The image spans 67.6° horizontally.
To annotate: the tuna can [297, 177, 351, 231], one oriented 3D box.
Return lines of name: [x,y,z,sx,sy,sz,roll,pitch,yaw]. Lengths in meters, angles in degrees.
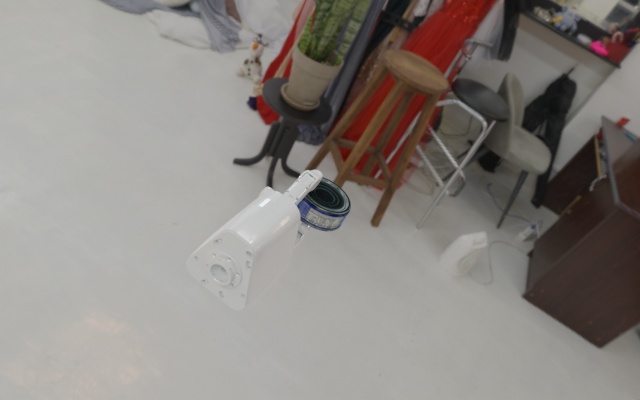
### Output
tuna can: [0.000,0.002,0.683,0.086,0.034,0.086,22,33,-15]
